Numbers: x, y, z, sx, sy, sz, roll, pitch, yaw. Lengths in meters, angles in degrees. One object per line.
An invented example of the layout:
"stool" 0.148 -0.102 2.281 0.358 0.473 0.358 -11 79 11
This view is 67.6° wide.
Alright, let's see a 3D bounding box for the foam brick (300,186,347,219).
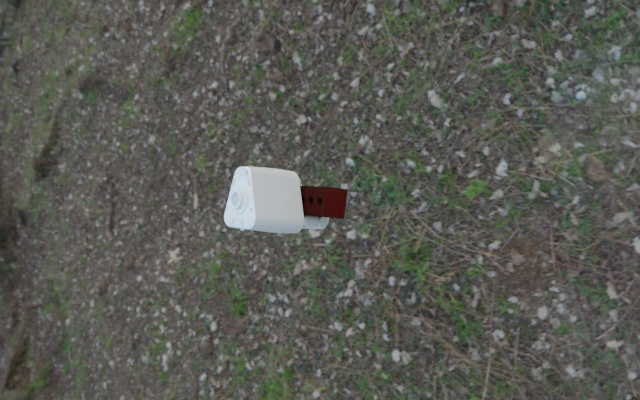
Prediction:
"foam brick" 0.000 0.003 0.843 0.051 0.053 0.078 7 -3 -44
